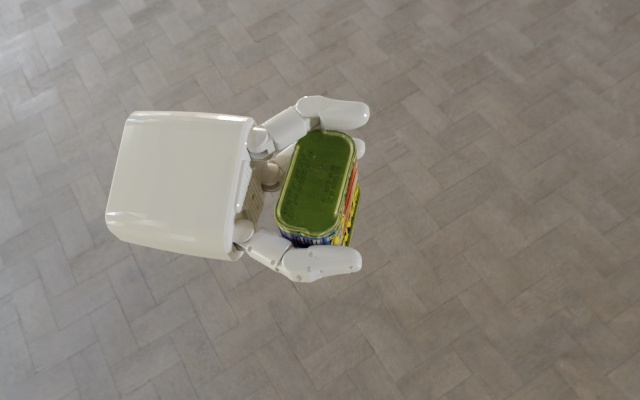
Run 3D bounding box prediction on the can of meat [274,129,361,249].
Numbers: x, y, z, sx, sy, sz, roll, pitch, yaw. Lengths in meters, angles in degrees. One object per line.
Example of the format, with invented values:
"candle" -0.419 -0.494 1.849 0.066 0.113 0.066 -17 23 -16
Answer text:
"can of meat" 0.000 0.001 0.411 0.057 0.102 0.084 10 -26 11
